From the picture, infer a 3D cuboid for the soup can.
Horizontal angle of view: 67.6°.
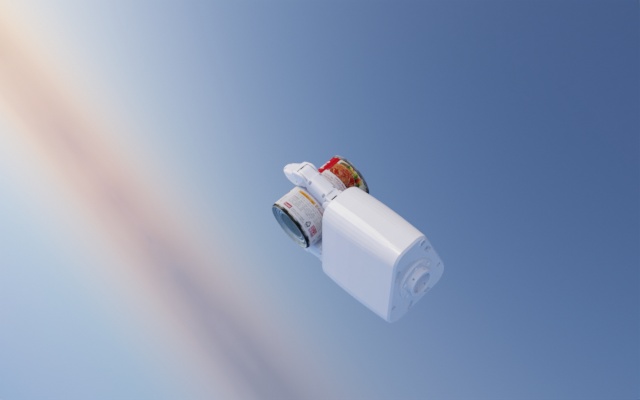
[{"bbox_3d":[0.000,0.002,0.583,0.102,0.068,0.068,-39,14,-18],"label":"soup can"}]
